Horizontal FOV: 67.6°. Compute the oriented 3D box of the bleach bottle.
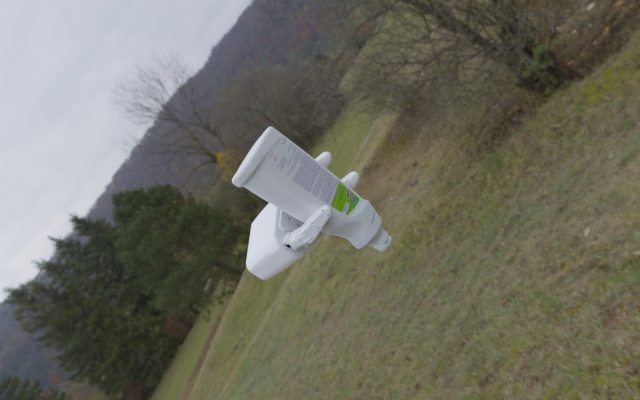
[{"bbox_3d":[0.000,0.002,0.708,0.251,0.102,0.068,36,-43,-14],"label":"bleach bottle"}]
